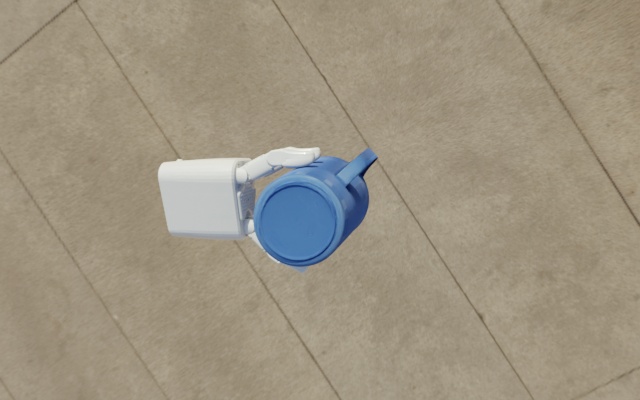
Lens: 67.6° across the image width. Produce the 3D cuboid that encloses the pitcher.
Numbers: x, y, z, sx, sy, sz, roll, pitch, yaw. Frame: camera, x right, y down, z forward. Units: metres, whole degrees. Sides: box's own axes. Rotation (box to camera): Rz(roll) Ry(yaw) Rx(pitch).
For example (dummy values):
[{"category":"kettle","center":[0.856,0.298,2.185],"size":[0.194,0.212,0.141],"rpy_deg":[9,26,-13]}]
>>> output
[{"category":"pitcher","center":[0.000,0.002,0.651],"size":[0.145,0.149,0.243],"rpy_deg":[3,7,9]}]
